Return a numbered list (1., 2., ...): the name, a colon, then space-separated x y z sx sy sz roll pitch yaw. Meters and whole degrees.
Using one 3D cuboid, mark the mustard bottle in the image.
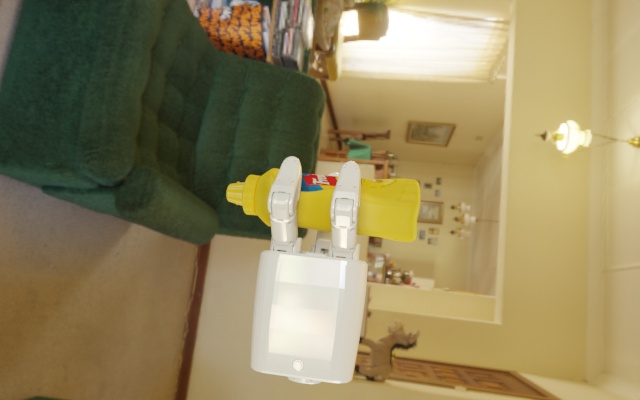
1. mustard bottle: 0.000 0.001 0.477 0.191 0.058 0.096 5 15 8
